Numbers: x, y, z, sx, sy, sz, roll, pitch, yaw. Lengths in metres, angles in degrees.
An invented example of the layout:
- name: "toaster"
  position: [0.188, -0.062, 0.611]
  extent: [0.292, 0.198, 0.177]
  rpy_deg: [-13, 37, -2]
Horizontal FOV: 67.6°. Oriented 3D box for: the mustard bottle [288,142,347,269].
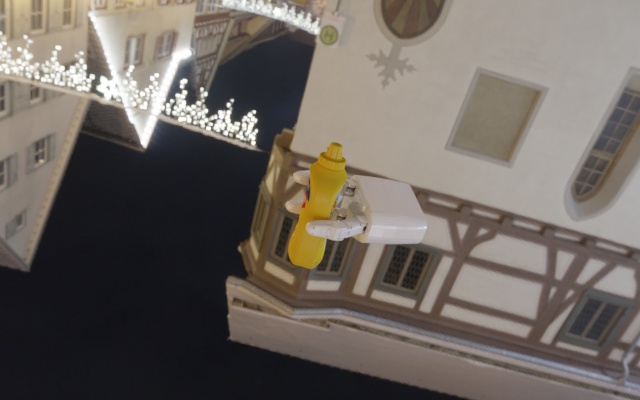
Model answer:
- name: "mustard bottle"
  position: [0.000, 0.003, 0.730]
  extent: [0.058, 0.192, 0.096]
  rpy_deg: [17, 25, 0]
